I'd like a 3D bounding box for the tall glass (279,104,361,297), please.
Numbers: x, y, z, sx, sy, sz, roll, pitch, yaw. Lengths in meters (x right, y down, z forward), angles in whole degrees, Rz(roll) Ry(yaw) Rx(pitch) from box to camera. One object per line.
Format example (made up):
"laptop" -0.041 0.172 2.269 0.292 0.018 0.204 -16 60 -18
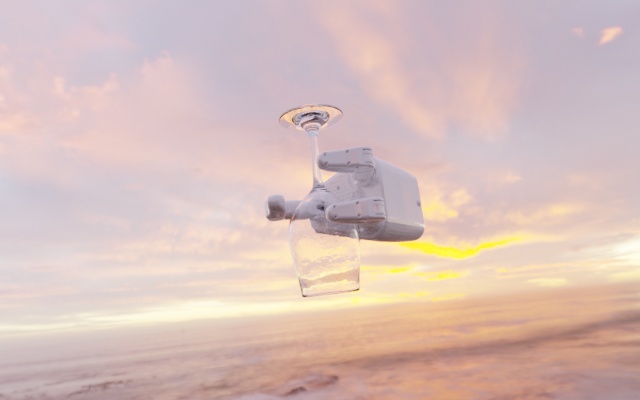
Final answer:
"tall glass" 0.000 0.001 0.524 0.079 0.201 0.079 -6 -13 -1
